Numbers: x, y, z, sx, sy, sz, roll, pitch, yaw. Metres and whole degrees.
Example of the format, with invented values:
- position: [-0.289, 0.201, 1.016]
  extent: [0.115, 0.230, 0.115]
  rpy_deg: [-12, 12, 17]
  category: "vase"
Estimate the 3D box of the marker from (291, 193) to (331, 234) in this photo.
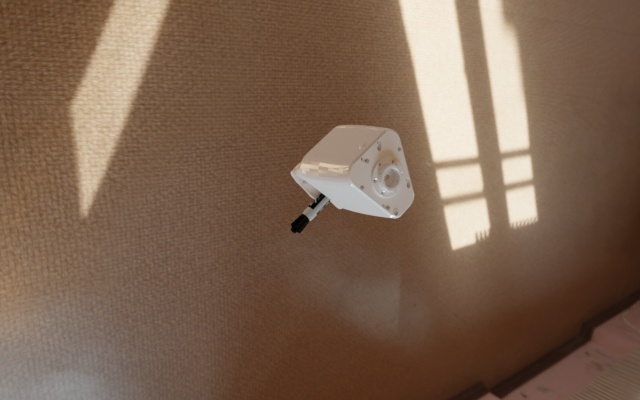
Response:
- position: [0.000, 0.002, 0.695]
  extent: [0.121, 0.020, 0.020]
  rpy_deg: [-46, 18, -18]
  category: "marker"
